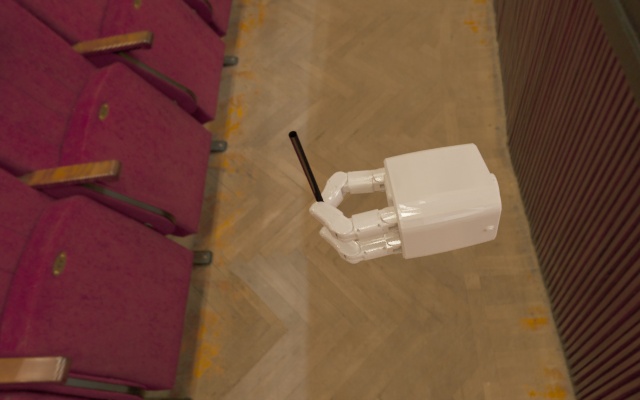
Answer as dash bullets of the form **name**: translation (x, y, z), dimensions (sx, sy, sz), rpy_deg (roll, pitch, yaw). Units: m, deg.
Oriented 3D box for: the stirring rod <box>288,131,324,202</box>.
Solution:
- **stirring rod**: translation (0.000, 0.002, 0.534), dimensions (0.011, 0.011, 0.240), rpy_deg (0, -31, 14)
